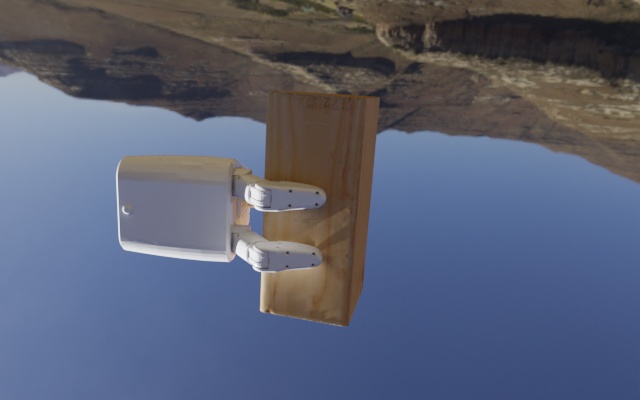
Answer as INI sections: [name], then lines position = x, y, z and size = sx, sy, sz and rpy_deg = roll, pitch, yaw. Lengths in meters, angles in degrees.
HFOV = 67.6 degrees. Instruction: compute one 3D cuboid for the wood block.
[wood block]
position = 0.000, 0.002, 0.464
size = 0.090, 0.206, 0.091
rpy_deg = 7, 14, 12
